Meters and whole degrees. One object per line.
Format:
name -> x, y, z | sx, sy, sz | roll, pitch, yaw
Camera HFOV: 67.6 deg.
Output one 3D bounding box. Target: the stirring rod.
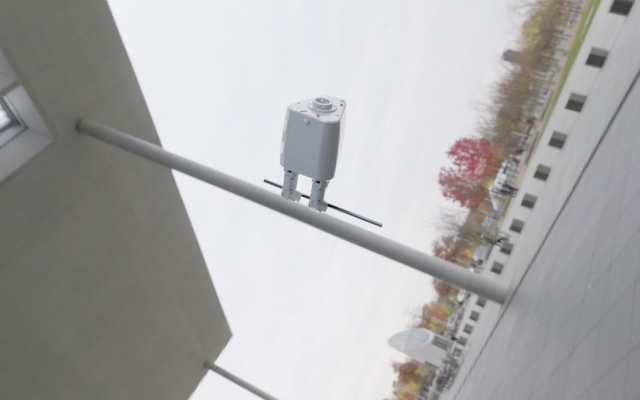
stirring rod -> 0.000, 0.003, 0.864 | 0.239, 0.011, 0.011 | 21, 7, 19
